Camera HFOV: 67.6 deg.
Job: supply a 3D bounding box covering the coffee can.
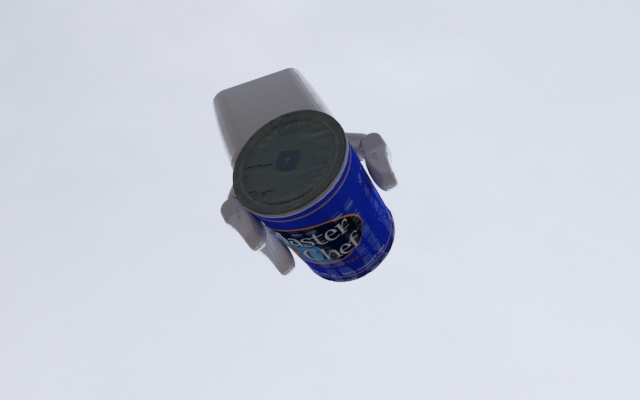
[{"bbox_3d":[0.000,0.001,0.438,0.103,0.102,0.140,0,-30,27],"label":"coffee can"}]
